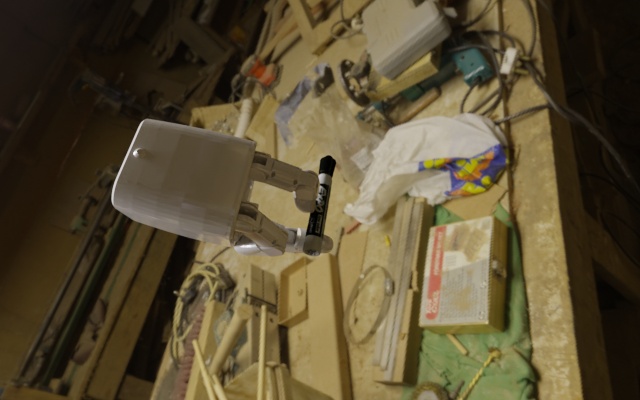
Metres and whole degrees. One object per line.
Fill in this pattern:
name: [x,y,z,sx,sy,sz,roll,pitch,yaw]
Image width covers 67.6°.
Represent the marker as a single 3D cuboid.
marker: [0.000,0.002,0.514,0.020,0.121,0.020,8,-30,5]
